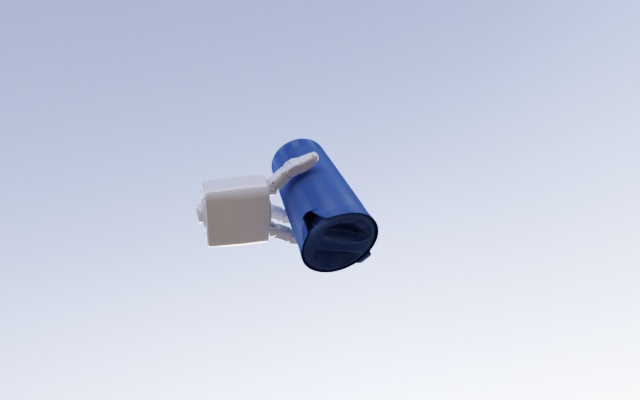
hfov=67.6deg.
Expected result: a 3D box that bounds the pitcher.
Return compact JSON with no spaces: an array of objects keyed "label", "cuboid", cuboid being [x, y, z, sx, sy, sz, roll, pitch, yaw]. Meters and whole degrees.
[{"label":"pitcher","cuboid":[0.000,0.003,0.847,0.145,0.149,0.242,-8,42,-18]}]
